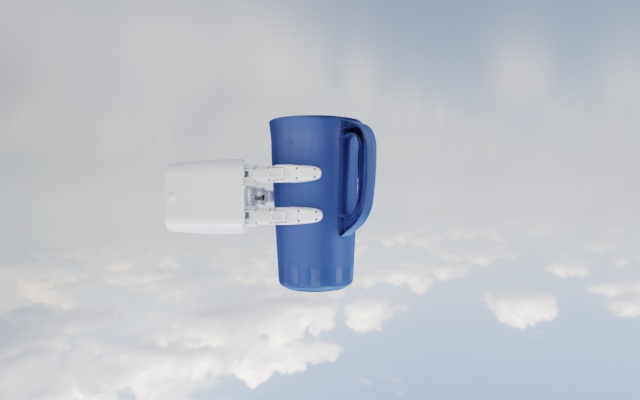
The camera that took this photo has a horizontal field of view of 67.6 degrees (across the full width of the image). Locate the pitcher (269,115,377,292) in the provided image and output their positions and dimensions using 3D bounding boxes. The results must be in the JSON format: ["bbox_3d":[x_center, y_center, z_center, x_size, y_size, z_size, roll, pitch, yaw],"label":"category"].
[{"bbox_3d":[0.000,0.002,0.678,0.145,0.243,0.149,-1,1,-1],"label":"pitcher"}]
